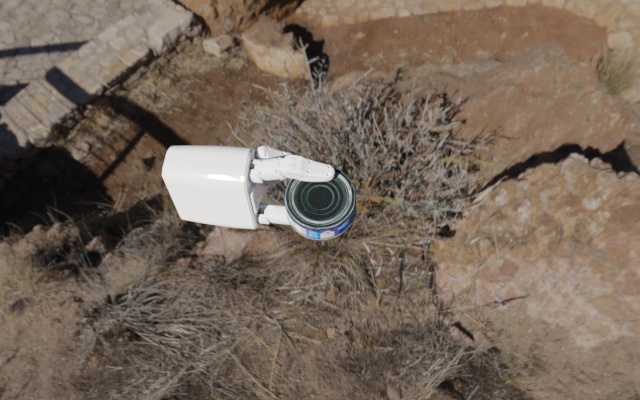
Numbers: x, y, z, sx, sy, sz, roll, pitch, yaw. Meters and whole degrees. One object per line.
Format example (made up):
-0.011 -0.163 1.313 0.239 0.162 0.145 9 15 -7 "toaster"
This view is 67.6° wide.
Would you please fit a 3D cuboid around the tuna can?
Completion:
0.000 0.002 0.567 0.086 0.086 0.034 0 -25 2 "tuna can"
